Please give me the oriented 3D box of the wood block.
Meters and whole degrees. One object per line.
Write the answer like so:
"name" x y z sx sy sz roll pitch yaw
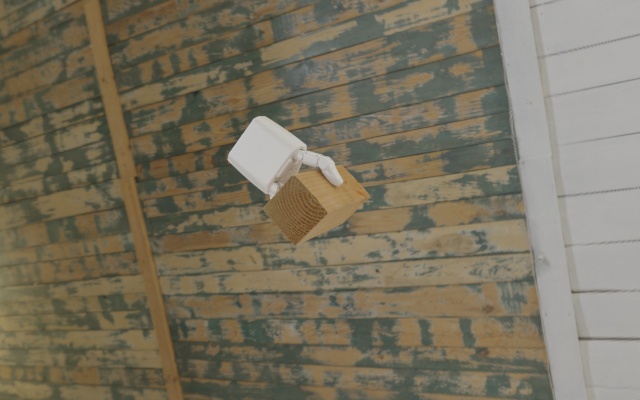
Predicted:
"wood block" 0.000 0.002 0.886 0.091 0.090 0.206 -47 -12 24
